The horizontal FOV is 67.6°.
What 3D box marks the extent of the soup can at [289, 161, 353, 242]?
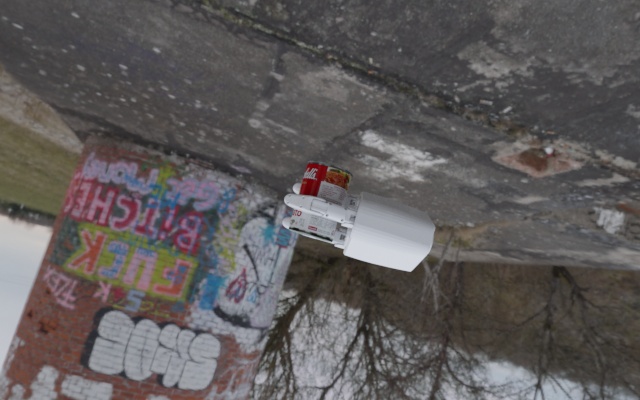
[{"bbox_3d":[0.000,0.002,0.684,0.068,0.102,0.068,16,-6,2],"label":"soup can"}]
